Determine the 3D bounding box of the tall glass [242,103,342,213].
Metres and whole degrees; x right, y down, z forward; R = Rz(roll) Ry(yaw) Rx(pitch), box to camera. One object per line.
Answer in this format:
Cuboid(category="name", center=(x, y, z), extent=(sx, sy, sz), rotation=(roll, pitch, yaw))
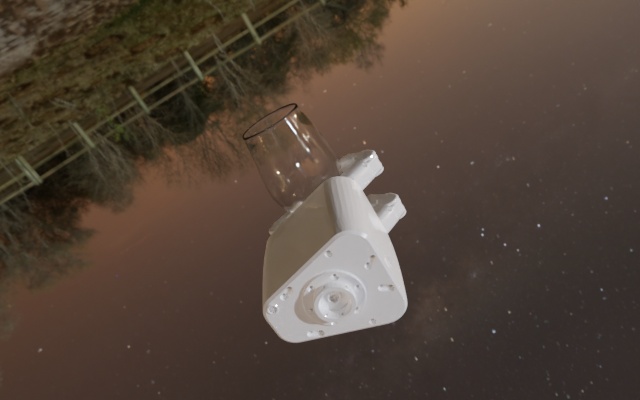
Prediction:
Cuboid(category="tall glass", center=(0.000, 0.002, 0.494), extent=(0.079, 0.201, 0.079), rotation=(-27, 22, 12))
